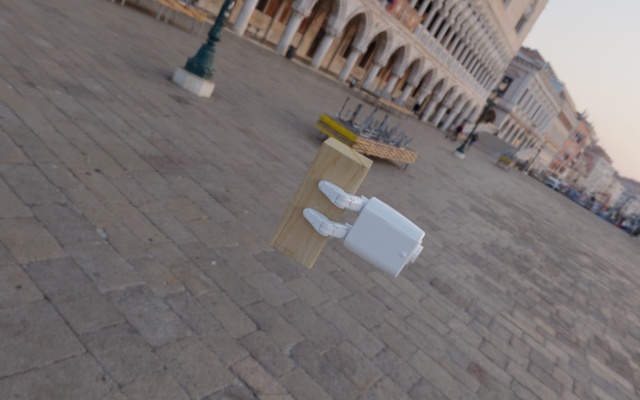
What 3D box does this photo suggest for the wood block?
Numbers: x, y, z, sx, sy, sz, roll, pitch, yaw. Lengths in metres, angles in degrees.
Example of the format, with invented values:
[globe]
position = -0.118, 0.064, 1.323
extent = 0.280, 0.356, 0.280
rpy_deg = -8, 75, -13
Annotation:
[wood block]
position = 0.001, 0.003, 0.844
extent = 0.090, 0.206, 0.091
rpy_deg = 31, 16, 2
